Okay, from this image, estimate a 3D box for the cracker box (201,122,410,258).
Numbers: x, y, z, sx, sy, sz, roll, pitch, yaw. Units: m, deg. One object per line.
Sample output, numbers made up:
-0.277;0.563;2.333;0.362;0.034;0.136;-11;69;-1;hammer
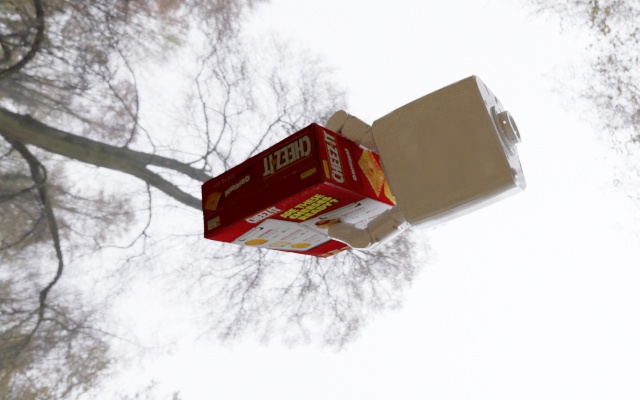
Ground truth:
0.000;0.002;0.543;0.164;0.072;0.214;-24;-25;31;cracker box
